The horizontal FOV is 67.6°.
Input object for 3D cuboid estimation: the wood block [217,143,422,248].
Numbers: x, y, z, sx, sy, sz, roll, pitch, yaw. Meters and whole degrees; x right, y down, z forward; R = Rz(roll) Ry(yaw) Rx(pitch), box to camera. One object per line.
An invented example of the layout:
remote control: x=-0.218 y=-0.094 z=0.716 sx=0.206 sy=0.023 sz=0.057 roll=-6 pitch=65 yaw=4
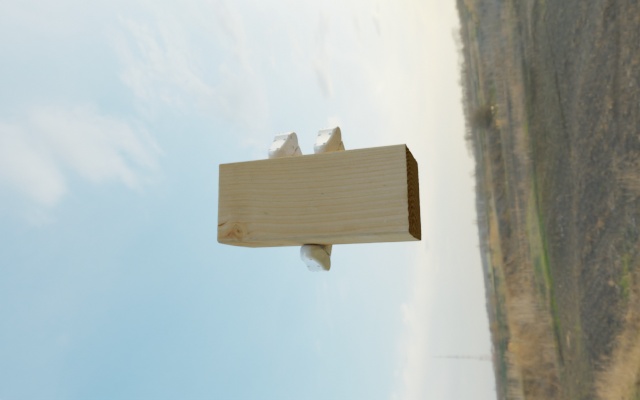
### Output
wood block: x=0.000 y=0.002 z=0.525 sx=0.206 sy=0.091 sz=0.090 roll=-5 pitch=-11 yaw=19
